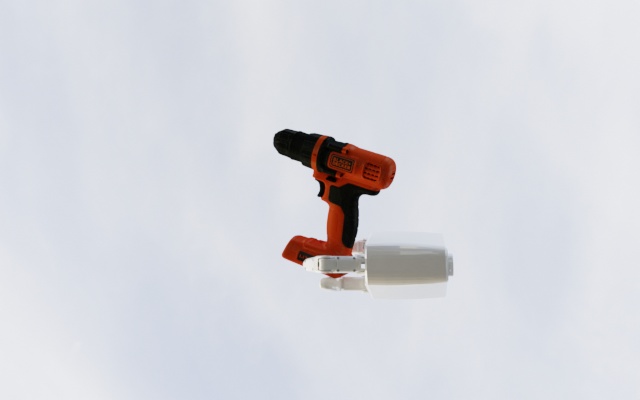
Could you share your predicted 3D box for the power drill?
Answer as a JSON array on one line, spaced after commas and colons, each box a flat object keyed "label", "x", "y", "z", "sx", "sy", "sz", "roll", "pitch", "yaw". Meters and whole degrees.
[{"label": "power drill", "x": 0.000, "y": 0.003, "z": 0.678, "sx": 0.184, "sy": 0.188, "sz": 0.057, "roll": 20, "pitch": 19, "yaw": 22}]
